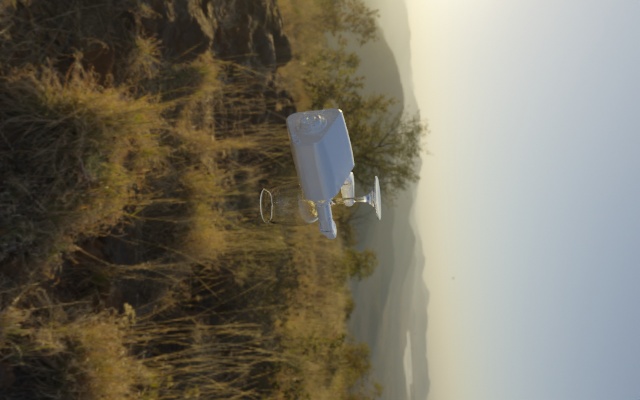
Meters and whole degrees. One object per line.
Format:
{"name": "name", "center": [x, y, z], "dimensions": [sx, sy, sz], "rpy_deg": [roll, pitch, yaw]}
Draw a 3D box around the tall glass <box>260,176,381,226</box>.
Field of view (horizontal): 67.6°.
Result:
{"name": "tall glass", "center": [0.001, 0.003, 0.825], "dimensions": [0.201, 0.079, 0.079], "rpy_deg": [-4, -1, 12]}
